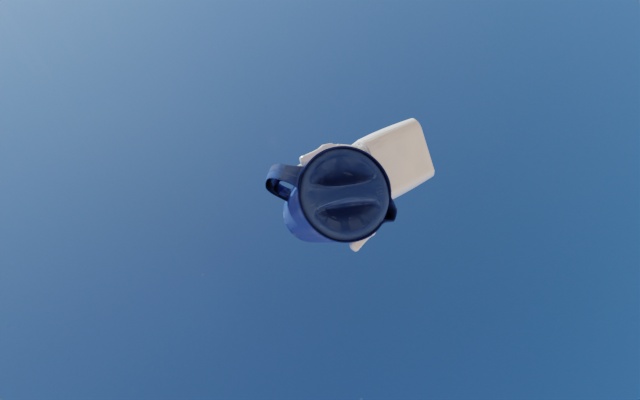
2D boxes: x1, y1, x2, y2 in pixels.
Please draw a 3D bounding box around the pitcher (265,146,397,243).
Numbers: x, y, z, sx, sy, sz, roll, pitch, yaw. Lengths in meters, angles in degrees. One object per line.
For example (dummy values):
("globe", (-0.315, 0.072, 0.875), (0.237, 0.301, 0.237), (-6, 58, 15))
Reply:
("pitcher", (0.000, 0.002, 0.753), (0.145, 0.149, 0.243), (-27, -1, -15))
